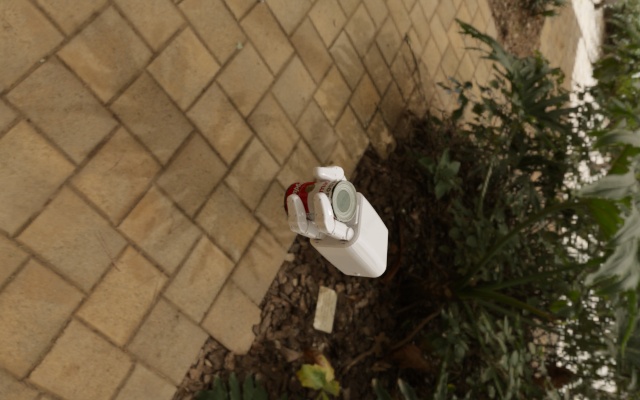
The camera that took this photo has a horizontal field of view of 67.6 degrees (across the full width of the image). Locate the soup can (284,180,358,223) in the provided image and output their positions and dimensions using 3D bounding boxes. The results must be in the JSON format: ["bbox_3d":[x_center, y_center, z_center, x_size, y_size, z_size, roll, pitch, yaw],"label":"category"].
[{"bbox_3d":[0.000,0.002,0.769,0.102,0.068,0.068,-1,-1,40],"label":"soup can"}]
